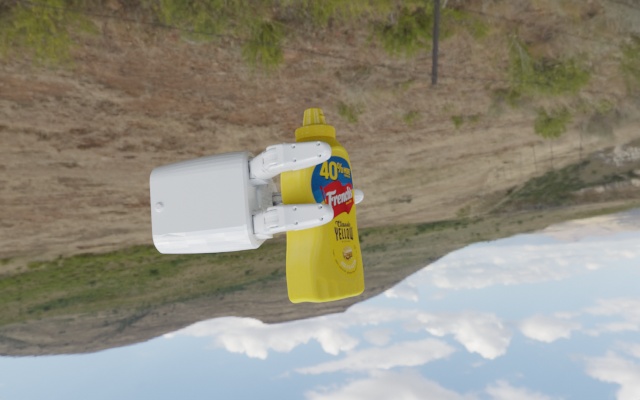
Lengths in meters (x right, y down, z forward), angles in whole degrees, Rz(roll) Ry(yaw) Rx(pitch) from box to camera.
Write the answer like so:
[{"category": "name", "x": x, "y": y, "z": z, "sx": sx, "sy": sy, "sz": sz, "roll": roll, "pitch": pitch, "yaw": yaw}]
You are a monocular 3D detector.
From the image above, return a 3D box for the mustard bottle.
[{"category": "mustard bottle", "x": 0.000, "y": 0.002, "z": 0.480, "sx": 0.058, "sy": 0.191, "sz": 0.096, "roll": -10, "pitch": -8, "yaw": 35}]
